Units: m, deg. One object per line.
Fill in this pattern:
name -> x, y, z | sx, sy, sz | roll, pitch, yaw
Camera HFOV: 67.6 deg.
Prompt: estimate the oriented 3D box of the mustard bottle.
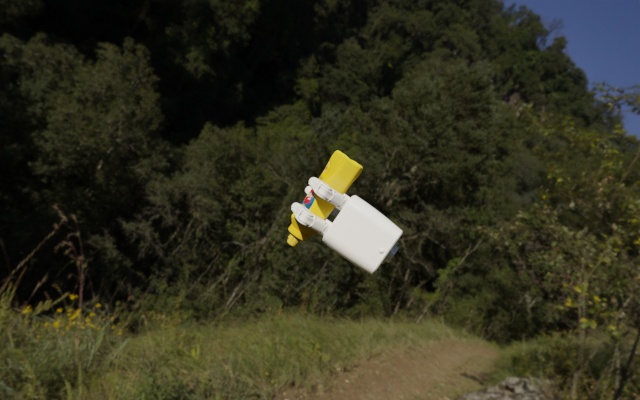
mustard bottle -> 0.000, 0.002, 0.868 | 0.058, 0.191, 0.096 | 33, 6, -13
